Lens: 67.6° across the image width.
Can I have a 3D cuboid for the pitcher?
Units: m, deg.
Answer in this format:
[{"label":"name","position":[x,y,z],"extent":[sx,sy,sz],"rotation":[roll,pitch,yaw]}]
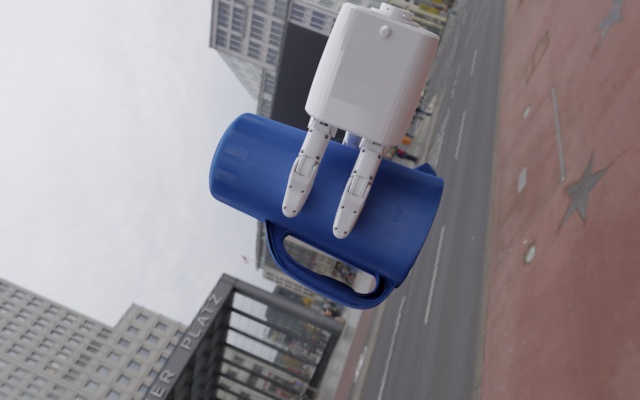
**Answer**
[{"label":"pitcher","position":[0.000,0.002,0.535],"extent":[0.243,0.145,0.149],"rotation":[22,27,5]}]
